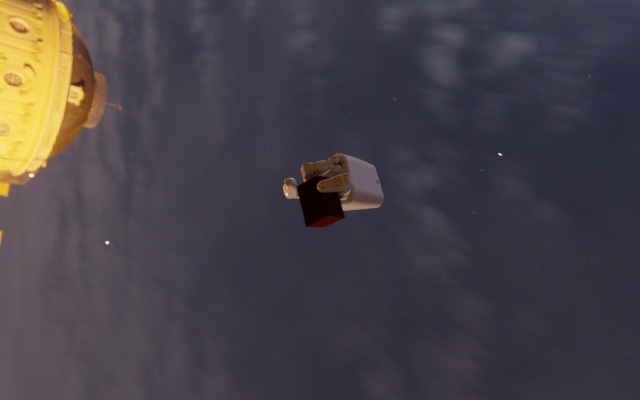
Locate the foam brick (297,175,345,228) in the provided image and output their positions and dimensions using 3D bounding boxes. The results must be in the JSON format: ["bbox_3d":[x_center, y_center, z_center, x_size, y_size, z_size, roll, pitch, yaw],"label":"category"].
[{"bbox_3d":[0.000,0.003,0.832,0.053,0.078,0.051,-26,-22,34],"label":"foam brick"}]
